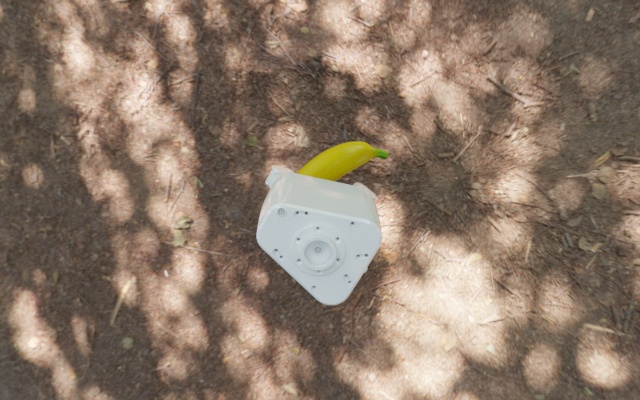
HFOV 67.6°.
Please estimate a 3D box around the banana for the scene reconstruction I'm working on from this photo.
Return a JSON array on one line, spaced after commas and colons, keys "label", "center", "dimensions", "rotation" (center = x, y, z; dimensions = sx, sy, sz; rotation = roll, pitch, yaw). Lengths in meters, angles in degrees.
[{"label": "banana", "center": [-0.008, -0.012, 0.578], "dimensions": [0.198, 0.070, 0.037], "rotation": [-38, 33, 5]}]
